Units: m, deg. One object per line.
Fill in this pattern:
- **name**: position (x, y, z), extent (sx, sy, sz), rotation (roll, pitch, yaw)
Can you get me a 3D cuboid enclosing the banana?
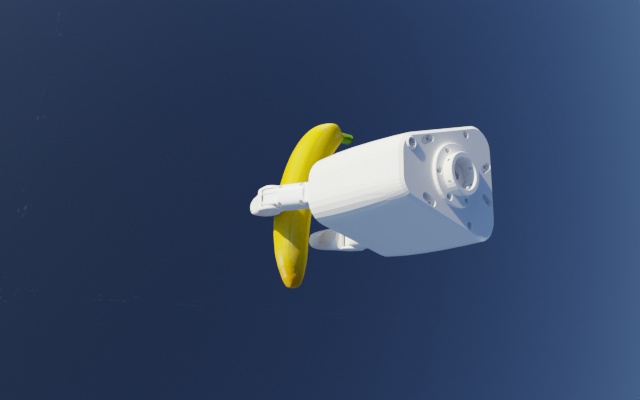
- **banana**: position (-0.012, -0.011, 0.491), extent (0.070, 0.197, 0.037), rotation (39, -31, -30)
